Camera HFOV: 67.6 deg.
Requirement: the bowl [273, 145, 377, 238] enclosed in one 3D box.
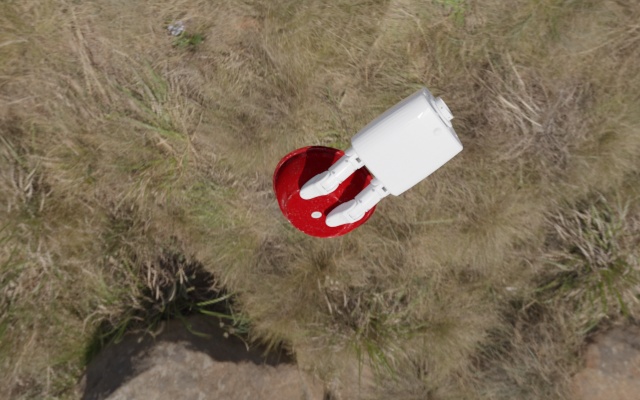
[{"bbox_3d":[-0.001,0.003,0.696,0.162,0.162,0.055,0,39,17],"label":"bowl"}]
